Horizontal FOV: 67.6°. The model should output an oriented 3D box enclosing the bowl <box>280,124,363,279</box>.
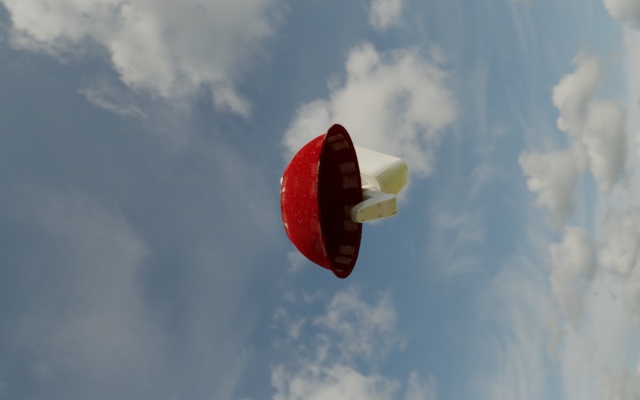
[{"bbox_3d":[-0.001,0.002,0.507,0.055,0.162,0.162,-2,-1,19],"label":"bowl"}]
